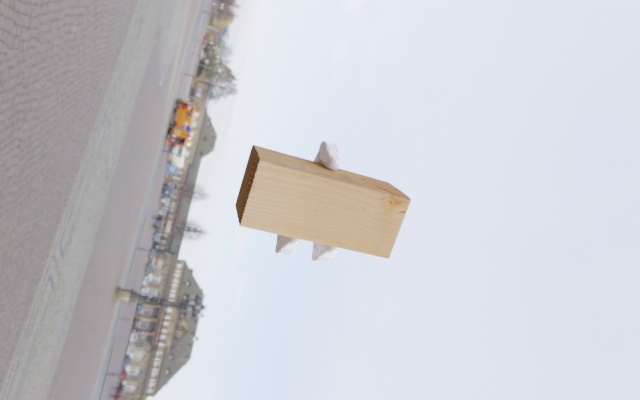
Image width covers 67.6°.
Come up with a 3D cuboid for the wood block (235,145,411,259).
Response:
[{"bbox_3d":[0.000,0.002,0.640,0.206,0.091,0.090,14,14,-17],"label":"wood block"}]
